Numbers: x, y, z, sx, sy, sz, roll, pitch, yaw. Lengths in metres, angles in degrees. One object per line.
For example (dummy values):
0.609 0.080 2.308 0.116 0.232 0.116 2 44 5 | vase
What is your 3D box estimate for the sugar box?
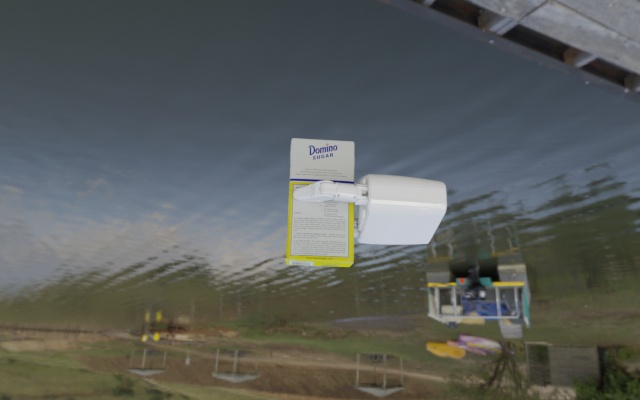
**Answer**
0.000 0.002 0.674 0.093 0.176 0.048 3 -19 -4 | sugar box
